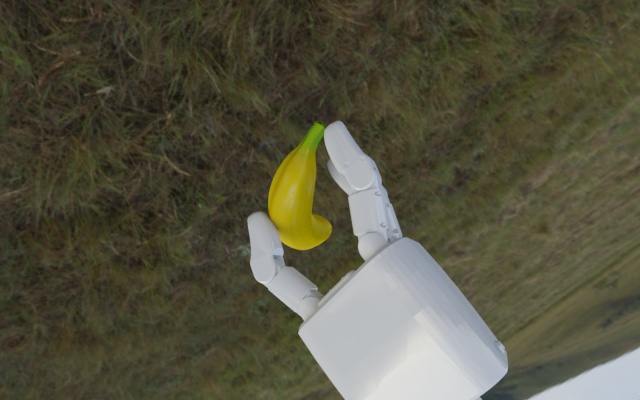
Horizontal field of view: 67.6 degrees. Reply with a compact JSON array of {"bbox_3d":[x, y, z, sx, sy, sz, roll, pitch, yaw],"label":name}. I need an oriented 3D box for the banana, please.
[{"bbox_3d":[-0.014,0.011,0.432,0.069,0.037,0.198,-36,-20,-15],"label":"banana"}]
